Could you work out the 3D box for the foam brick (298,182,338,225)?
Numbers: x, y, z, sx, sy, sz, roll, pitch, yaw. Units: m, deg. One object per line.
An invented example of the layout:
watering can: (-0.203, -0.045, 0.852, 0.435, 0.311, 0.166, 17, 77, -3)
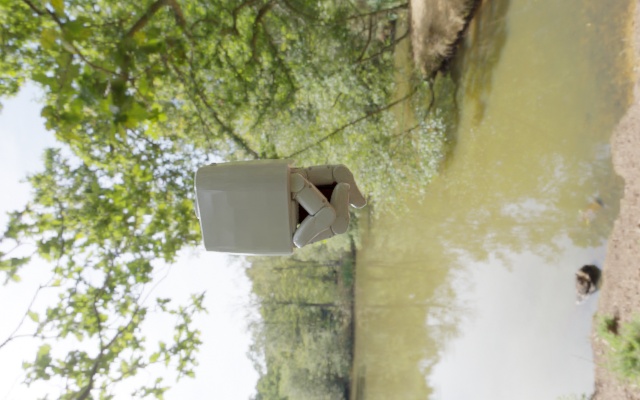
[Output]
foam brick: (0.000, 0.002, 0.612, 0.051, 0.053, 0.078, -2, 9, 2)
